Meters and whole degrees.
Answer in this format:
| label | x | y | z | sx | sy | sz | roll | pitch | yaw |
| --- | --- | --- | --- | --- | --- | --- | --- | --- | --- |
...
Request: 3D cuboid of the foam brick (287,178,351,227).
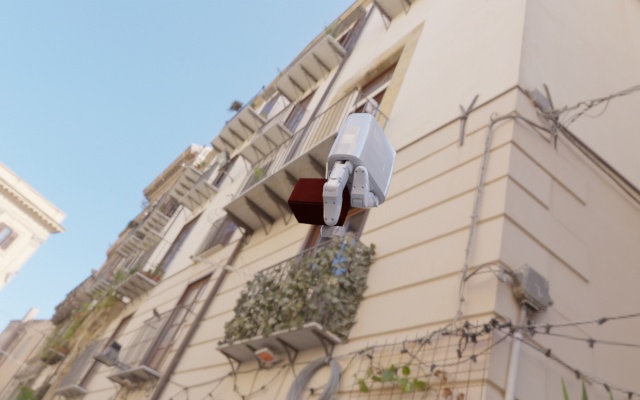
| label | x | y | z | sx | sy | sz | roll | pitch | yaw |
| --- | --- | --- | --- | --- | --- | --- | --- | --- | --- |
| foam brick | 0.000 | 0.002 | 0.725 | 0.078 | 0.051 | 0.053 | 3 | -40 | 23 |
